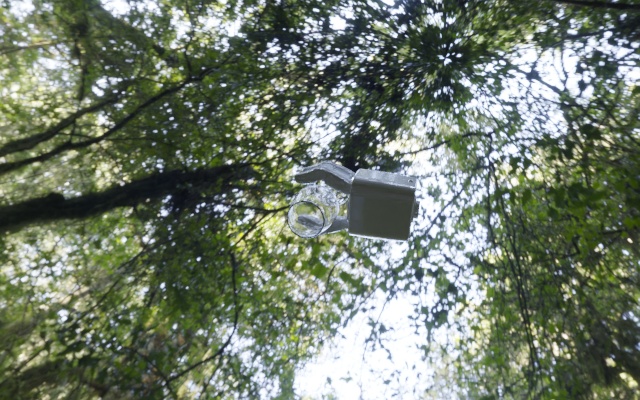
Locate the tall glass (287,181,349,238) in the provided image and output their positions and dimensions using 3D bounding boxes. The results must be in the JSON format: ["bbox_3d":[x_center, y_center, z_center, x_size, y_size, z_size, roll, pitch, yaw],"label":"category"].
[{"bbox_3d":[0.000,0.003,0.832,0.079,0.079,0.201,0,16,15],"label":"tall glass"}]
